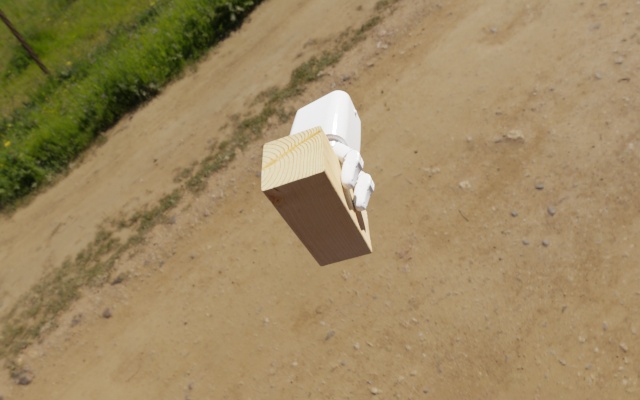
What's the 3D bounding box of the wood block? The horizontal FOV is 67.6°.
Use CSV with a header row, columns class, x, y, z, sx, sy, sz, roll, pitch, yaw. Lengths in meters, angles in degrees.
class,x,y,z,sx,sy,sz,roll,pitch,yaw
wood block,0.000,0.002,0.707,0.091,0.090,0.206,-16,-41,15
